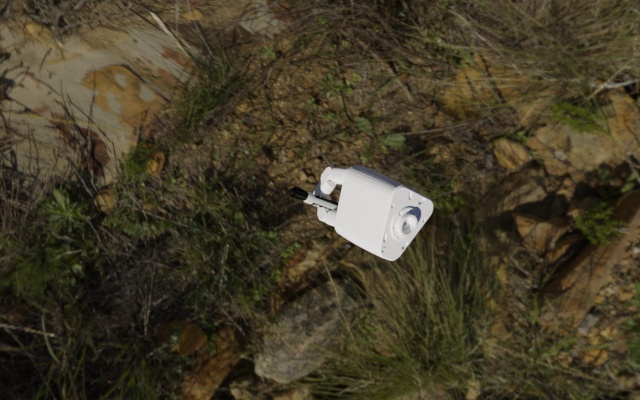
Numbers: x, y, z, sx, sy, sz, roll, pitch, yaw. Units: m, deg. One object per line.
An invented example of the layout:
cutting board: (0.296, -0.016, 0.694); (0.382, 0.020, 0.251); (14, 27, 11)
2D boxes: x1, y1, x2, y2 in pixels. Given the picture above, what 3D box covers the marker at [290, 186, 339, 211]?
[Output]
marker: (0.000, 0.002, 0.764); (0.121, 0.020, 0.020); (21, -13, -38)
